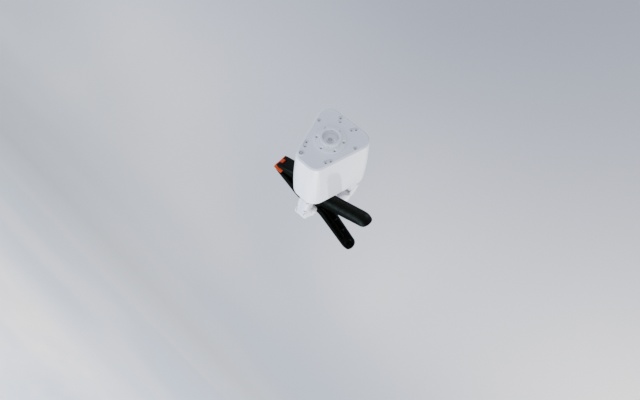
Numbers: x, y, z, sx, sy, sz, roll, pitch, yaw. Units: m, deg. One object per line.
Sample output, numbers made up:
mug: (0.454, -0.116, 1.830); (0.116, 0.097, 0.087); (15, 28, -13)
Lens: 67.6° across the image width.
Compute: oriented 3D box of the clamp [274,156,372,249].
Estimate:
clamp: (-0.001, 0.003, 0.866); (0.210, 0.036, 0.165); (41, -21, 15)
